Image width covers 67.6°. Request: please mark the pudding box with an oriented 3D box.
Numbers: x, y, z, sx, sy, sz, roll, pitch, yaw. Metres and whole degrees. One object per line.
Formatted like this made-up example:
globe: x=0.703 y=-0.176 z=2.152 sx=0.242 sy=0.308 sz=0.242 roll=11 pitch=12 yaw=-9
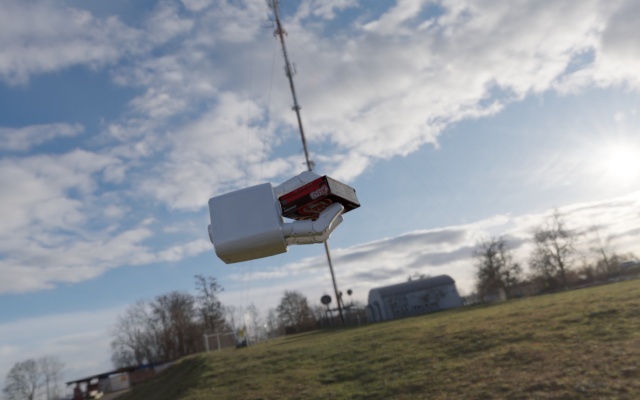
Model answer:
pudding box: x=0.000 y=0.002 z=0.766 sx=0.090 sy=0.039 sz=0.113 roll=-24 pitch=-18 yaw=23
